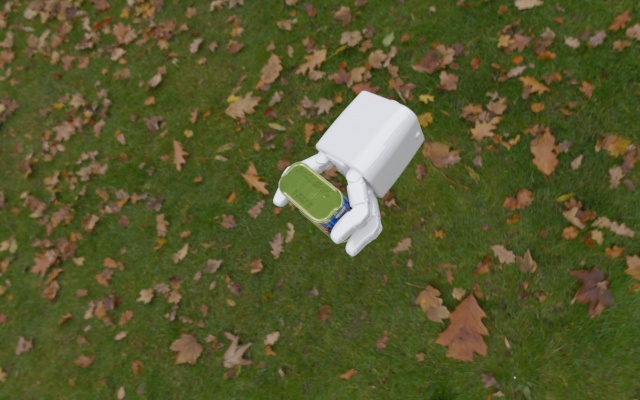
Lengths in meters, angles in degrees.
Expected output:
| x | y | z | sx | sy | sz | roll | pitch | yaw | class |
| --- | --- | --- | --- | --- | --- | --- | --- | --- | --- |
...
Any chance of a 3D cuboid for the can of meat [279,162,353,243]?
| x | y | z | sx | sy | sz | roll | pitch | yaw | class |
| --- | --- | --- | --- | --- | --- | --- | --- | --- | --- |
| 0.000 | 0.002 | 0.643 | 0.102 | 0.057 | 0.084 | 40 | -2 | 29 | can of meat |
